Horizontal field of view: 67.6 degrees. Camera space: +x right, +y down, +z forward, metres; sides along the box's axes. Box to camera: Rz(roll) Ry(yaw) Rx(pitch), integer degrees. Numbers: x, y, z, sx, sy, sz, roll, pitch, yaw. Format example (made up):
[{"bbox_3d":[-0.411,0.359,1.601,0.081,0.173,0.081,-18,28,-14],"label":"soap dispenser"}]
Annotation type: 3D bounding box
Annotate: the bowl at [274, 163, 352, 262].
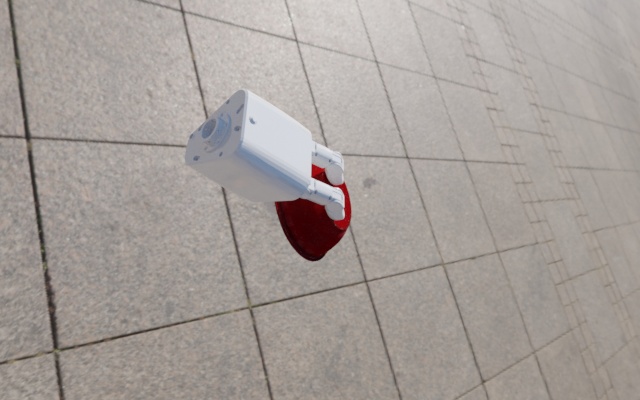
[{"bbox_3d":[0.001,0.002,0.676,0.055,0.162,0.162,-14,-6,25],"label":"bowl"}]
